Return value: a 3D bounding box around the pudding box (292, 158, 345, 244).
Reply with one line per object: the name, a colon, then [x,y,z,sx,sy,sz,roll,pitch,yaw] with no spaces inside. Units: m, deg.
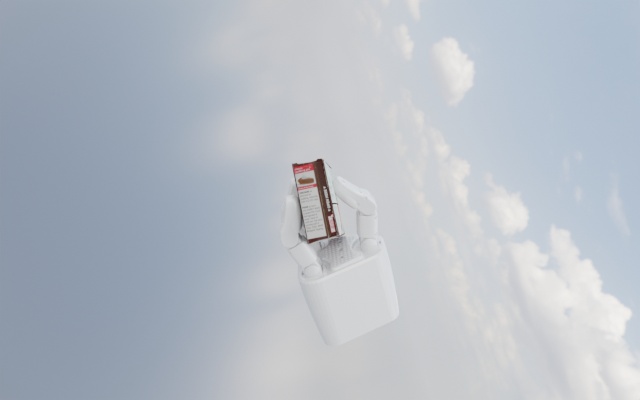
pudding box: [0.000,0.002,0.562,0.039,0.090,0.113,-13,-3,4]
